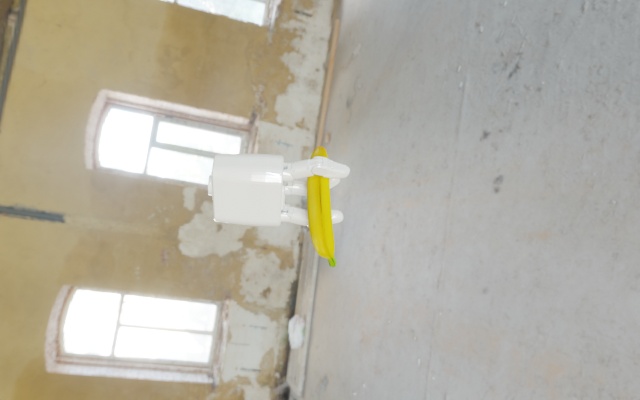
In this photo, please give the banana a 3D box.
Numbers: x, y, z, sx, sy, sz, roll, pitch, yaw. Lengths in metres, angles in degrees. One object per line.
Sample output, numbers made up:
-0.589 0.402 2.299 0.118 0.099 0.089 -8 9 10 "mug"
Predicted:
-0.001 0.002 0.738 0.037 0.197 0.070 -5 -13 4 "banana"
